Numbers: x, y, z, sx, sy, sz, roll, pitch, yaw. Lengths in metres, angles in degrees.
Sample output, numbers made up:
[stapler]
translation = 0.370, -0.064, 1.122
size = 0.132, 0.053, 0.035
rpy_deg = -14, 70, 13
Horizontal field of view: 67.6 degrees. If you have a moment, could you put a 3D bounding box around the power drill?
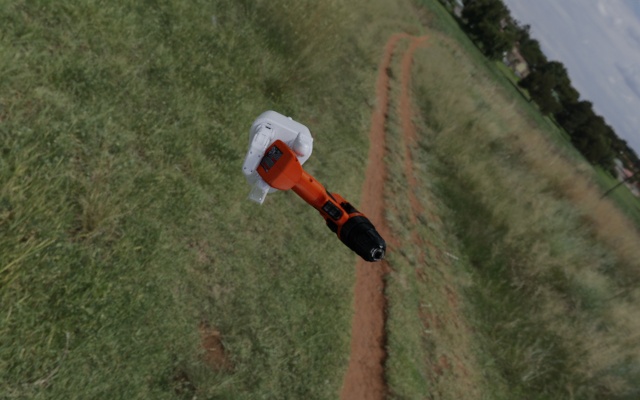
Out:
[power drill]
translation = 0.000, 0.002, 0.682
size = 0.188, 0.057, 0.184
rpy_deg = 41, 1, -30
